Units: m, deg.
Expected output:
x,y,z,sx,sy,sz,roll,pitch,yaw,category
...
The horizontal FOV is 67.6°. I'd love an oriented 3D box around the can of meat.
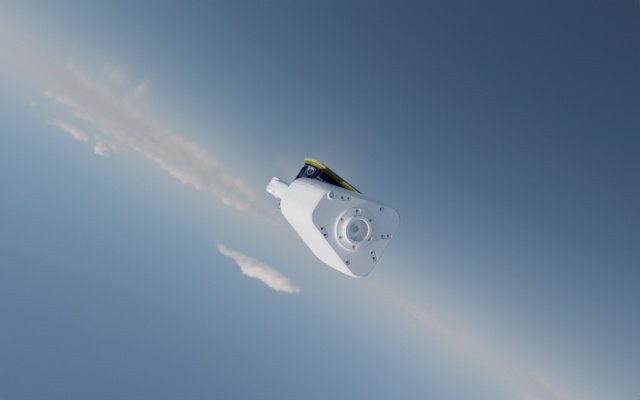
x,y,z,sx,sy,sz,roll,pitch,yaw,category
0.000,0.002,0.681,0.102,0.084,0.057,35,-6,-25,can of meat
